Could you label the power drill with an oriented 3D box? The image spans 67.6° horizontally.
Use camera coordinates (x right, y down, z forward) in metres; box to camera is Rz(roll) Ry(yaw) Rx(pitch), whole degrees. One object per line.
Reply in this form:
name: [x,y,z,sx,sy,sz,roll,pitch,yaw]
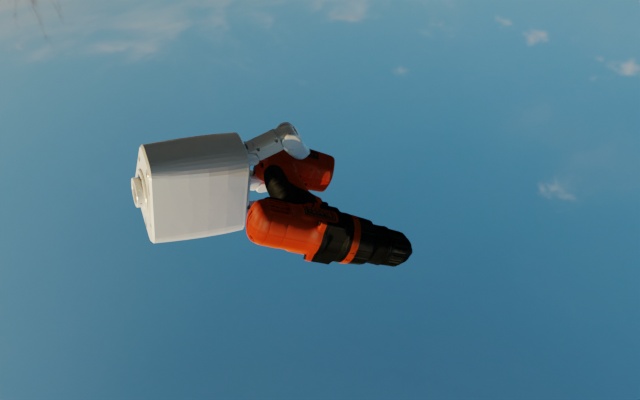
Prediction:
power drill: [0.000,0.002,0.552,0.184,0.057,0.187,15,25,-22]
